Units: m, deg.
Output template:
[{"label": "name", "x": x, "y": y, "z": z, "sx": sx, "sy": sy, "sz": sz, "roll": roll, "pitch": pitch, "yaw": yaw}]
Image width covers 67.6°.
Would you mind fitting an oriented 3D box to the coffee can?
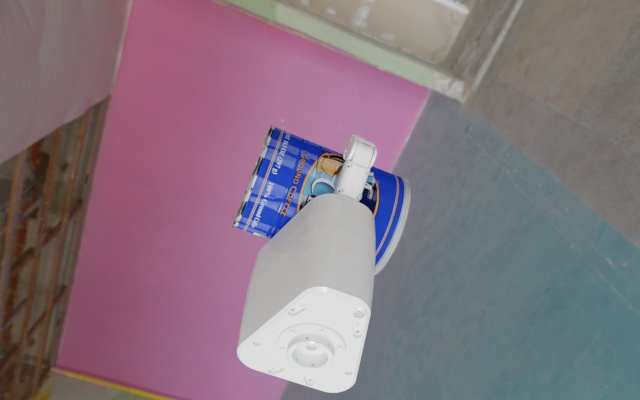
[{"label": "coffee can", "x": 0.000, "y": 0.001, "z": 0.457, "sx": 0.140, "sy": 0.103, "sz": 0.103, "roll": 21, "pitch": -4, "yaw": -9}]
